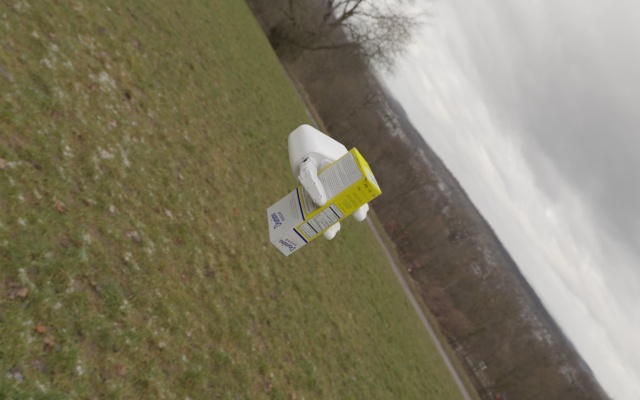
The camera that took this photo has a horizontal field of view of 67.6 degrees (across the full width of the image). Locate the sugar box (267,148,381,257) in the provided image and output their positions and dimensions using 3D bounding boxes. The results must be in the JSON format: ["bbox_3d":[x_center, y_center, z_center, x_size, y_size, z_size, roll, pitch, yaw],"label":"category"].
[{"bbox_3d":[0.001,0.003,0.731,0.176,0.048,0.093,-36,32,14],"label":"sugar box"}]
